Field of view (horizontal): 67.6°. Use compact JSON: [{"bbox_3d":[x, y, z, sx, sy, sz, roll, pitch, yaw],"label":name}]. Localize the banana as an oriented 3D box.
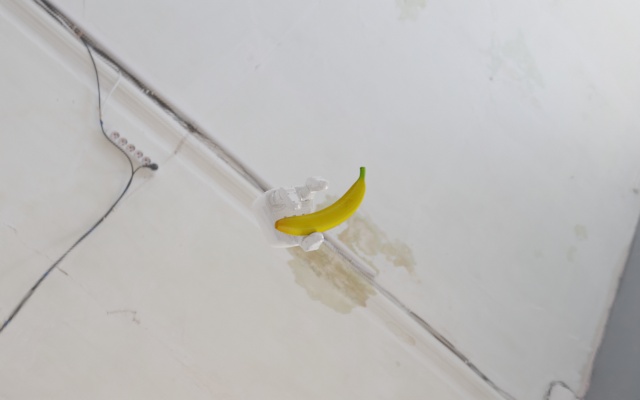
[{"bbox_3d":[0.012,0.017,0.834,0.197,0.069,0.037,-34,12,-22],"label":"banana"}]
